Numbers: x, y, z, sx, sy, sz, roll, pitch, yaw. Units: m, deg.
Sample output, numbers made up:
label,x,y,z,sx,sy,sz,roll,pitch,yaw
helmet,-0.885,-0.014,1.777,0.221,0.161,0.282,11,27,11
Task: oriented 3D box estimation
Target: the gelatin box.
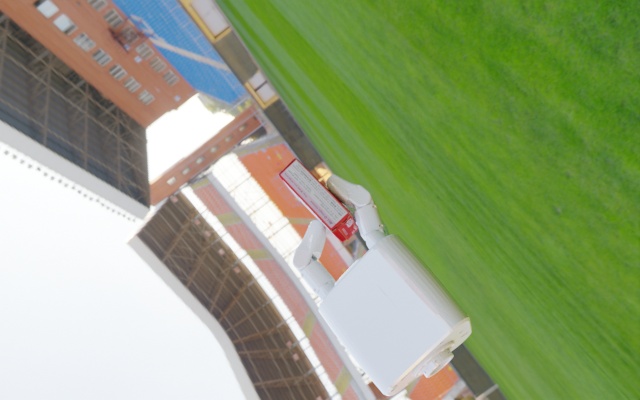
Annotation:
label,x,y,z,sx,sy,sz,roll,pitch,yaw
gelatin box,0.000,0.002,0.522,0.089,0.030,0.073,45,-3,17
